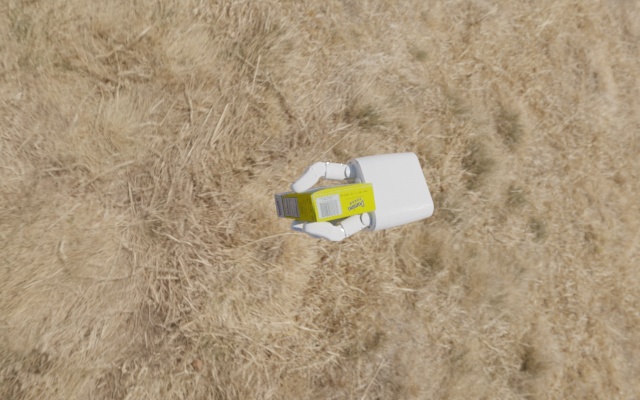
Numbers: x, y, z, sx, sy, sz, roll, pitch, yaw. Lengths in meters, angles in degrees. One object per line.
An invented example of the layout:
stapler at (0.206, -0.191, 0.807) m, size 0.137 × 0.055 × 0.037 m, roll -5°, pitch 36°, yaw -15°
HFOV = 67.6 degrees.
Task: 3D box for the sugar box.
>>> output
sugar box at (0.000, 0.003, 0.718) m, size 0.093 × 0.048 × 0.176 m, roll -10°, pitch 1°, yaw -21°
